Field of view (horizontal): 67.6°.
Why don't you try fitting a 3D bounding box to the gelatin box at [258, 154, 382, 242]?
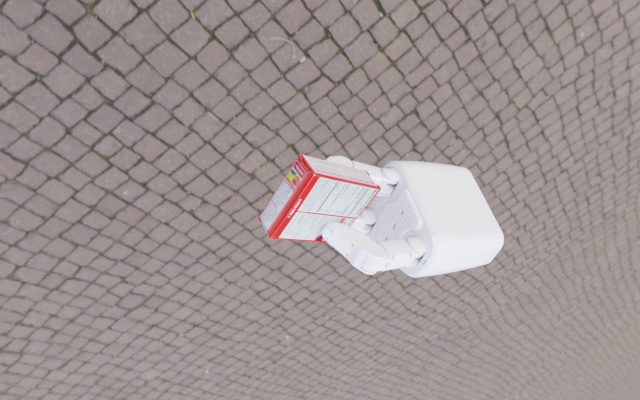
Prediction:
[{"bbox_3d":[0.000,0.002,0.426,0.089,0.073,0.030,8,37,-45],"label":"gelatin box"}]
